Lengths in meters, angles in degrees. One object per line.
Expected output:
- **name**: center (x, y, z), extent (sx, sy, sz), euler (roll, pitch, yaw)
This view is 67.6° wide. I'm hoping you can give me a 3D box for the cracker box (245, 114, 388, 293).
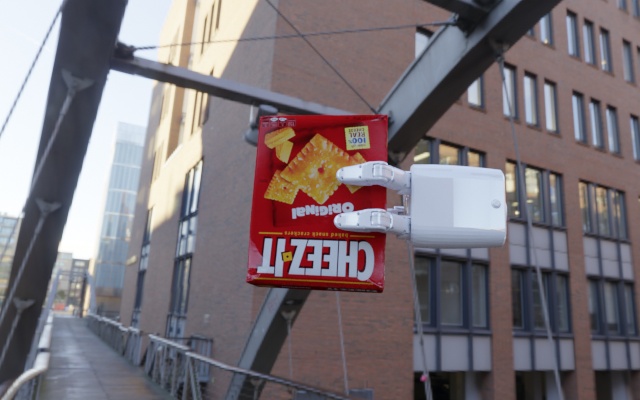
- **cracker box**: center (0.000, 0.002, 0.594), extent (0.164, 0.213, 0.072), euler (2, -14, 7)
